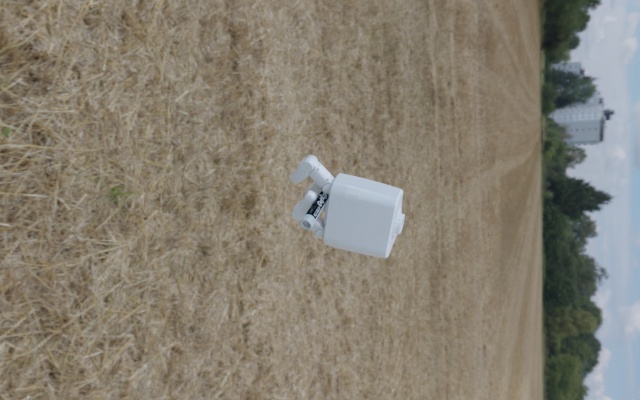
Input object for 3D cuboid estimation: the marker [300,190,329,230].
[{"bbox_3d":[0.000,0.002,0.747,0.020,0.020,0.121,0,34,26],"label":"marker"}]
